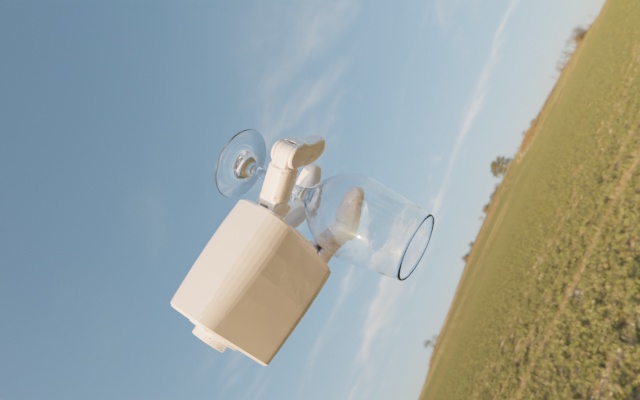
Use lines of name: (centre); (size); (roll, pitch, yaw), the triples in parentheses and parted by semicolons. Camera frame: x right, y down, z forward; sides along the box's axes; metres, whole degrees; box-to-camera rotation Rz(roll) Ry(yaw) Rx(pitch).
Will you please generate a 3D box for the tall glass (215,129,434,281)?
tall glass: (0.000, 0.001, 0.441); (0.201, 0.079, 0.079); (25, 12, 26)
